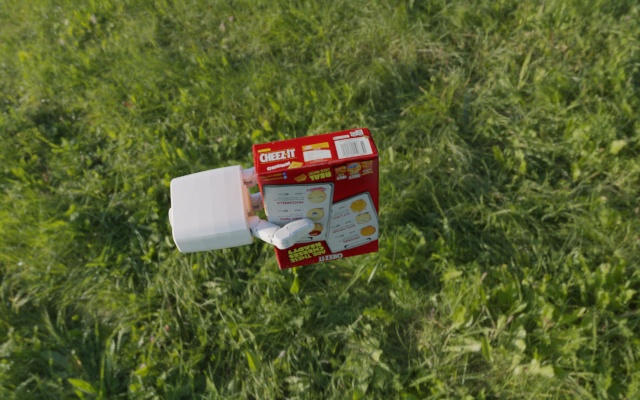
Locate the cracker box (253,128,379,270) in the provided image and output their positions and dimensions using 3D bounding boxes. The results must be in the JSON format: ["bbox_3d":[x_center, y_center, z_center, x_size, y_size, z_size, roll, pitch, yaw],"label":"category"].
[{"bbox_3d":[0.000,0.002,0.708,0.164,0.072,0.214,-10,-42,-2],"label":"cracker box"}]
